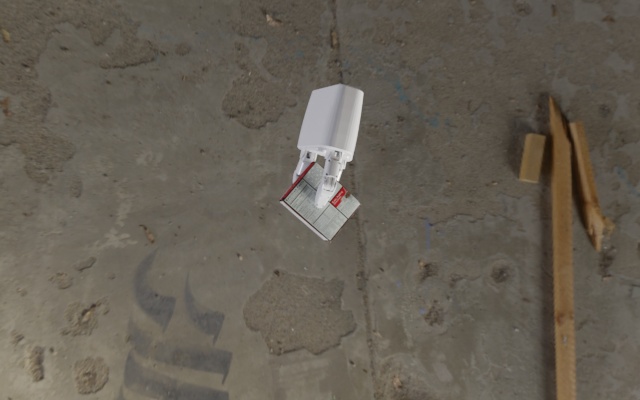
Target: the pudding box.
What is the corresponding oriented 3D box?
[{"bbox_3d":[0.000,0.003,0.812,0.113,0.090,0.039,42,-9,-10],"label":"pudding box"}]
